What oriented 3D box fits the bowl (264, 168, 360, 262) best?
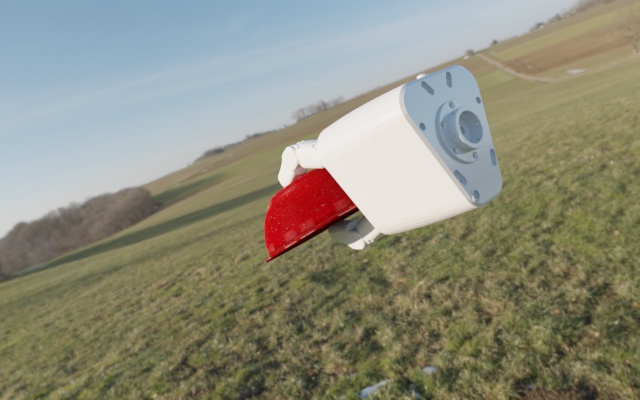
[{"bbox_3d":[-0.001,0.002,0.501,0.162,0.055,0.162,-30,-5,-3],"label":"bowl"}]
